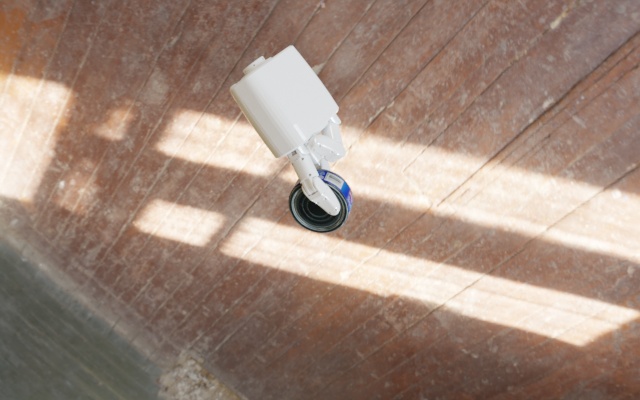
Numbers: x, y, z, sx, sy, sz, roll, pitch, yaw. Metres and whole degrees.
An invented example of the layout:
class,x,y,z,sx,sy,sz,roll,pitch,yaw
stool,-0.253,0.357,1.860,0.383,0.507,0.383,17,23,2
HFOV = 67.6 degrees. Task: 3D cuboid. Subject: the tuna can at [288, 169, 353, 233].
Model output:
class,x,y,z,sx,sy,sz,roll,pitch,yaw
tuna can,0.000,0.002,0.654,0.086,0.086,0.033,0,31,16
